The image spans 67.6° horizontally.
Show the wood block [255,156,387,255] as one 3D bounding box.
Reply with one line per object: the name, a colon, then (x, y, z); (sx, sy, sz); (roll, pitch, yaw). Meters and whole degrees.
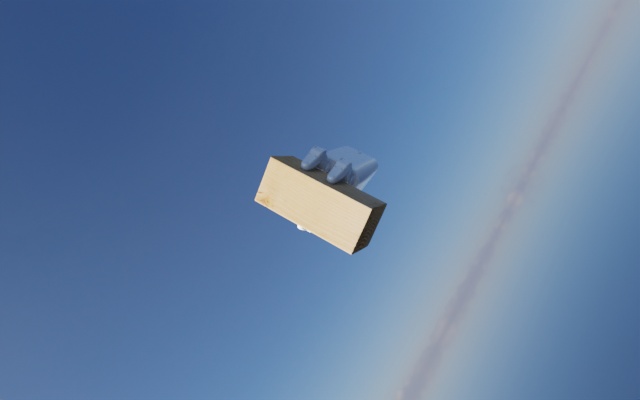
wood block: (0.000, 0.003, 0.856); (0.206, 0.091, 0.090); (28, 16, 20)
